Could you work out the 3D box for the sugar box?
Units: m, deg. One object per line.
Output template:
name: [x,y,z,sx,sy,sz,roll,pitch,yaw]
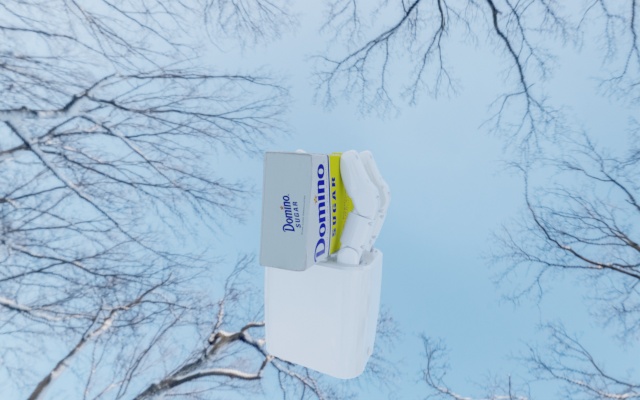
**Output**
sugar box: [0.001,0.002,0.445,0.048,0.093,0.176,5,7,15]
